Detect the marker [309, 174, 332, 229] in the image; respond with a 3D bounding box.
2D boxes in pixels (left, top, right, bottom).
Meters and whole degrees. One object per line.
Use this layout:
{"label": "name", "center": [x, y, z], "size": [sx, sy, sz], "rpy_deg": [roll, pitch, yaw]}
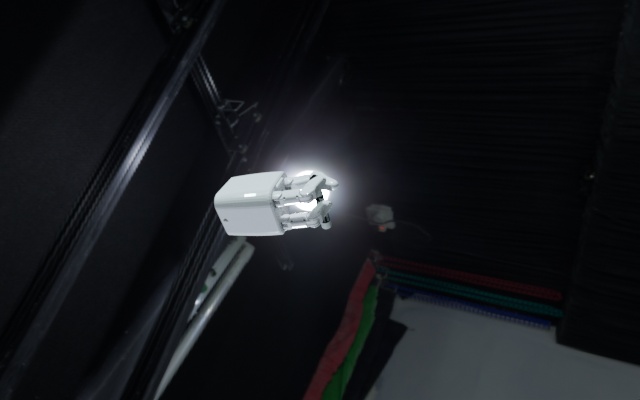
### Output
{"label": "marker", "center": [0.000, 0.003, 0.867], "size": [0.020, 0.121, 0.020], "rpy_deg": [-9, 39, 7]}
